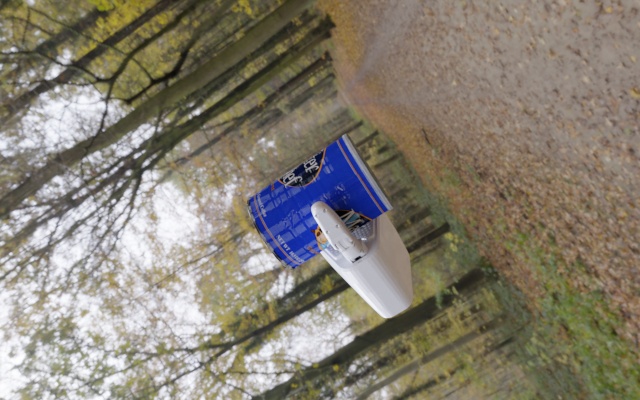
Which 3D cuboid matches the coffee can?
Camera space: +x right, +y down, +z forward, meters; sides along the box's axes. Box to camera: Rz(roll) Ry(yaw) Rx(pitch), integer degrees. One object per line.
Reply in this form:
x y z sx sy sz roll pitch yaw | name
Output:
0.000 0.002 0.564 0.140 0.103 0.103 -32 -5 8 | coffee can
